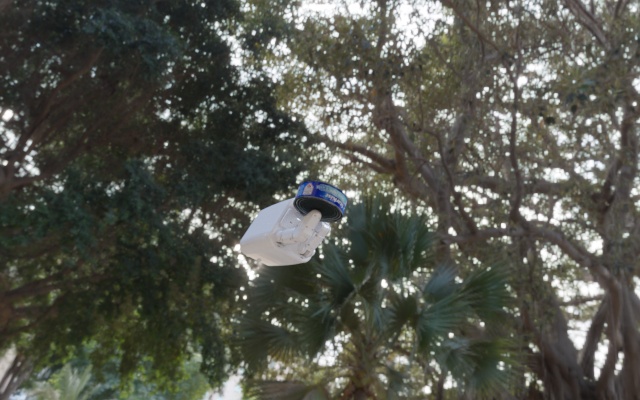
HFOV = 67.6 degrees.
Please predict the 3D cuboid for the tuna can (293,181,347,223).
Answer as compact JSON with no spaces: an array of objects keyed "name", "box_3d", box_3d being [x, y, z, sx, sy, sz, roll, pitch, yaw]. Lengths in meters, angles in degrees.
[{"name":"tuna can","box_3d":[0.000,0.002,0.791,0.086,0.033,0.086,14,-26,7]}]
